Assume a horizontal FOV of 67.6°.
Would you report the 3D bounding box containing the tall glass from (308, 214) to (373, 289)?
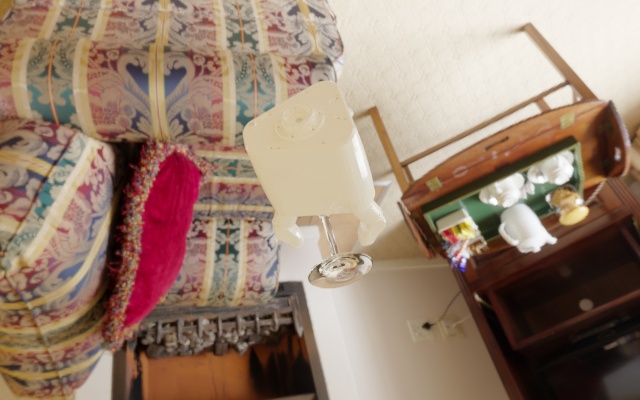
[{"bbox_3d":[0.000,0.003,0.586,0.079,0.201,0.079,-10,-37,-8],"label":"tall glass"}]
